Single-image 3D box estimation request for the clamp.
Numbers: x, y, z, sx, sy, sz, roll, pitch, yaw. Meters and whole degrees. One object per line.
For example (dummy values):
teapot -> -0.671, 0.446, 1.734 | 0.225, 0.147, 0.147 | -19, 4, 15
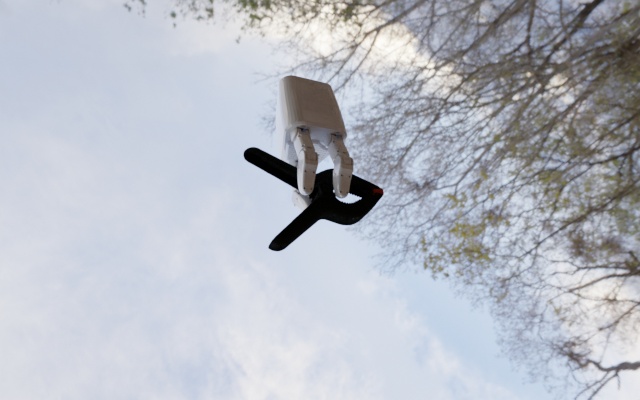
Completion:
clamp -> 0.000, 0.003, 0.675 | 0.210, 0.164, 0.036 | 6, -37, -25
